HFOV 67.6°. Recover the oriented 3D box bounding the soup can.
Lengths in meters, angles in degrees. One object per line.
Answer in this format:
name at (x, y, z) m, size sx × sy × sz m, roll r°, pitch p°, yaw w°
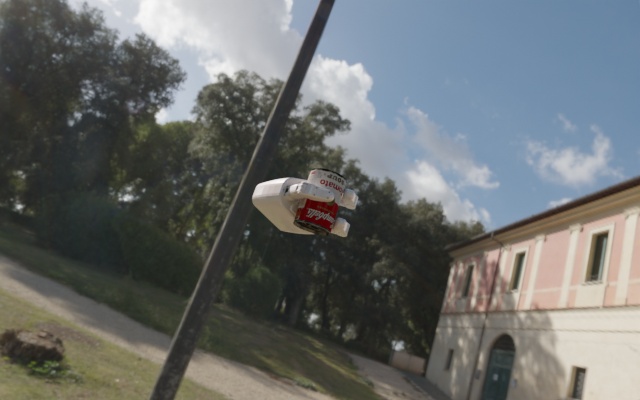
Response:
soup can at (0.000, 0.002, 0.834) m, size 0.068 × 0.102 × 0.068 m, roll 17°, pitch -16°, yaw 5°
